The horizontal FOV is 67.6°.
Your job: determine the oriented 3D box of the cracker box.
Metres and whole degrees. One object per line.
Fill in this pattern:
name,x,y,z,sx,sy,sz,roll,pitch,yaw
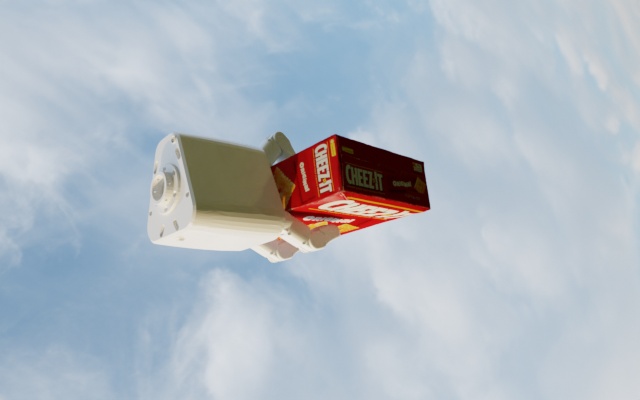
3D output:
cracker box,0.000,0.002,0.590,0.214,0.072,0.164,-20,-20,41
